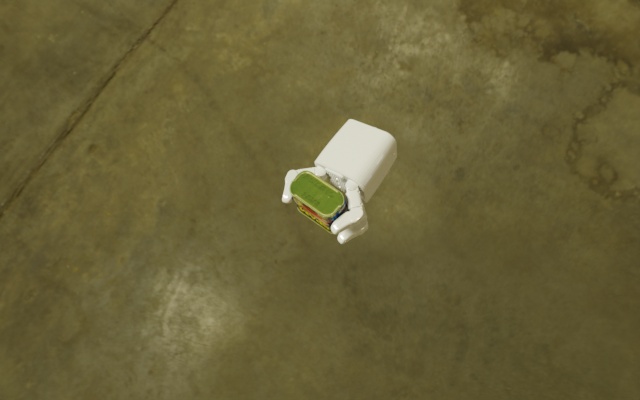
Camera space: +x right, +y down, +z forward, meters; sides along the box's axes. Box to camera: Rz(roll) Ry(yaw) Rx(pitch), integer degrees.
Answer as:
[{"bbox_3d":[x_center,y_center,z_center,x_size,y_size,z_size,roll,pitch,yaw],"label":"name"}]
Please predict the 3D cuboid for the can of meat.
[{"bbox_3d":[0.000,0.003,0.815,0.102,0.057,0.084,35,-11,20],"label":"can of meat"}]
